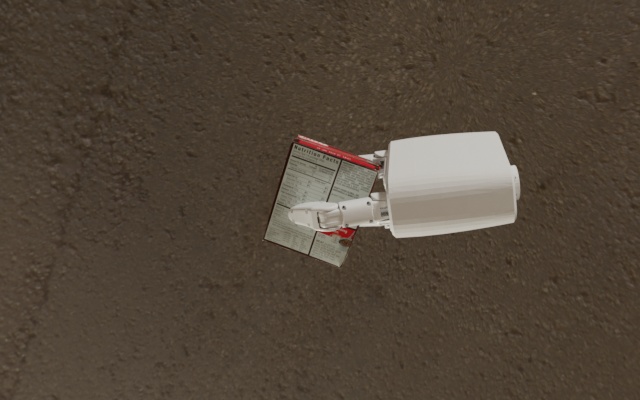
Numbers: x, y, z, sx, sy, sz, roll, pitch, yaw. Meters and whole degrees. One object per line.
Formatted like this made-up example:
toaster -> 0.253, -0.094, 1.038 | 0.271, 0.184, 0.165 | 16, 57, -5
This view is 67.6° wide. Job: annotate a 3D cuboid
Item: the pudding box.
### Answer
pudding box -> 0.000, 0.002, 0.479 | 0.090, 0.113, 0.039 | 20, 17, 4
